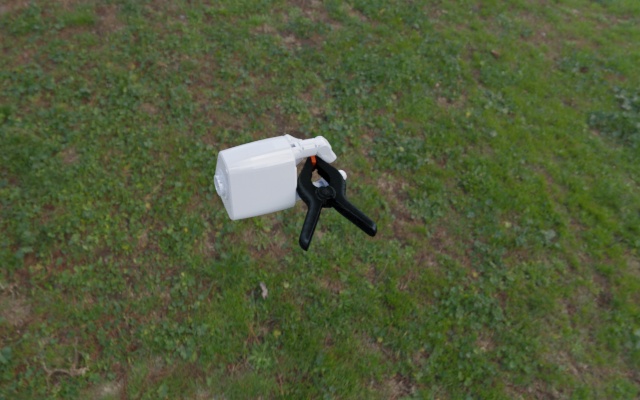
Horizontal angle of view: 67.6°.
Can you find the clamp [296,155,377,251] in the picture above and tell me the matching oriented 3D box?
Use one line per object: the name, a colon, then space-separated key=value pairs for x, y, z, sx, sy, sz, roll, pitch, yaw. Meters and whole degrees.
clamp: x=0.000 y=0.002 z=0.744 sx=0.120 sy=0.171 sz=0.039 roll=-15 pitch=-35 yaw=-22
